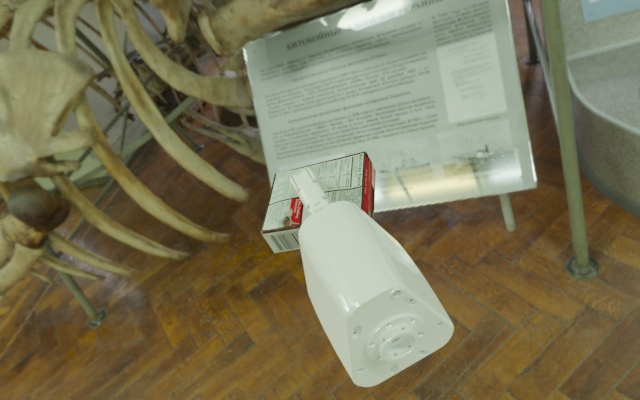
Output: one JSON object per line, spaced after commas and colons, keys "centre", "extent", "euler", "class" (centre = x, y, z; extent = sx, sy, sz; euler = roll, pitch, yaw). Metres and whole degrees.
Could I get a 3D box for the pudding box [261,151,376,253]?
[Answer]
{"centre": [0.000, 0.002, 0.498], "extent": [0.113, 0.090, 0.039], "euler": [-10, -46, 20], "class": "pudding box"}
